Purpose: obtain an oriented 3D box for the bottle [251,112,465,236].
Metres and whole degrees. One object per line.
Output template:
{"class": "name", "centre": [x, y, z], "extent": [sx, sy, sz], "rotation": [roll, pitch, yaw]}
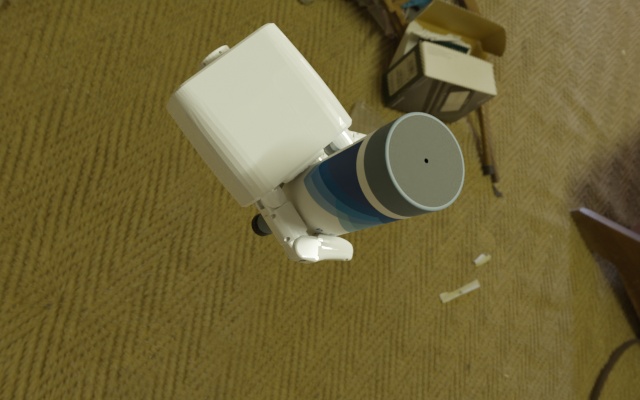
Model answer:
{"class": "bottle", "centre": [0.000, 0.001, 0.436], "extent": [0.069, 0.069, 0.296], "rotation": [0, -11, -29]}
